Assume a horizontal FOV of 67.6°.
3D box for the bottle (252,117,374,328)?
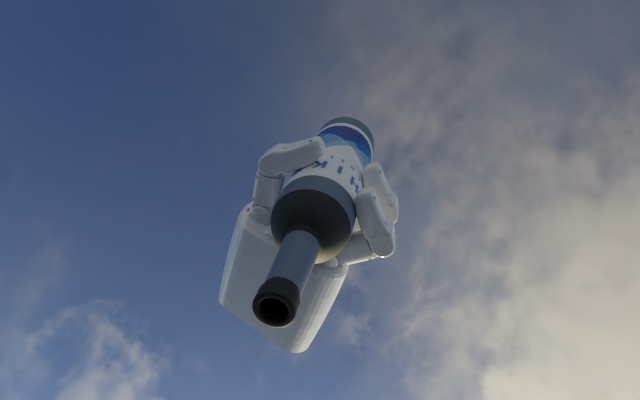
[{"bbox_3d":[0.000,0.001,0.414,0.069,0.069,0.295,0,26,12],"label":"bottle"}]
